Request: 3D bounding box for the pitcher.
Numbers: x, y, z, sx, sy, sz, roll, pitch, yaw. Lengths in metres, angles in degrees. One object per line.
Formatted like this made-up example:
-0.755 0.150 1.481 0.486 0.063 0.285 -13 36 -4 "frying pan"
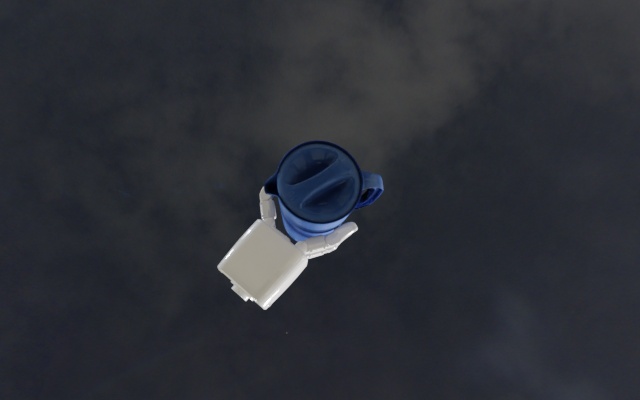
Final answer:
0.000 0.003 0.826 0.149 0.145 0.243 38 -15 7 "pitcher"
